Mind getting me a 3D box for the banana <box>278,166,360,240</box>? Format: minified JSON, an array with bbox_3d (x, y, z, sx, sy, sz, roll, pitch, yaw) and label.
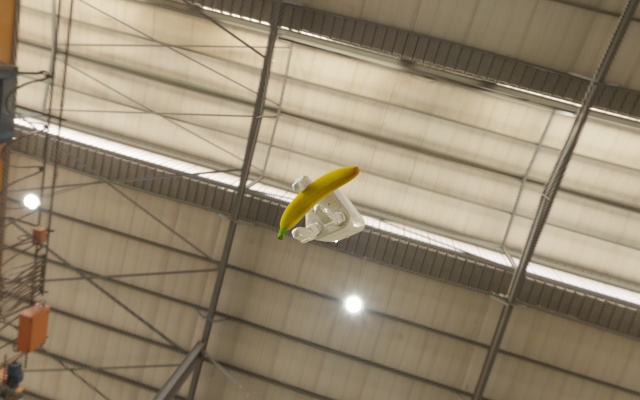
[{"bbox_3d":[-0.009,-0.005,0.905,0.037,0.198,0.069,41,10,-39],"label":"banana"}]
